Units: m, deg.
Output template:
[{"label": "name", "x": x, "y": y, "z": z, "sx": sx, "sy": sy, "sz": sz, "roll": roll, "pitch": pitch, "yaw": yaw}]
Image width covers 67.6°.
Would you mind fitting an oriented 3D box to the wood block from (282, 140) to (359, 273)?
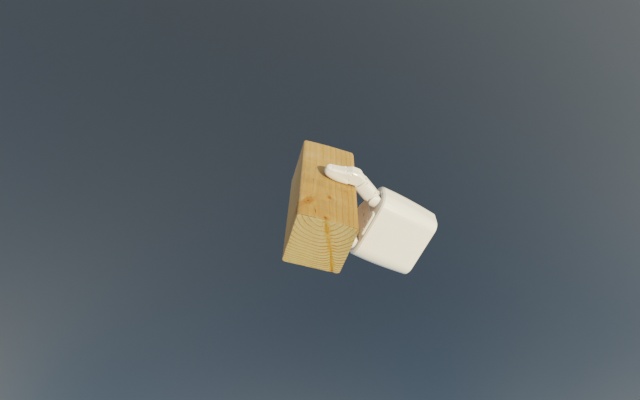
[{"label": "wood block", "x": 0.001, "y": 0.002, "z": 0.749, "sx": 0.090, "sy": 0.091, "sz": 0.206, "roll": 15, "pitch": 34, "yaw": -9}]
